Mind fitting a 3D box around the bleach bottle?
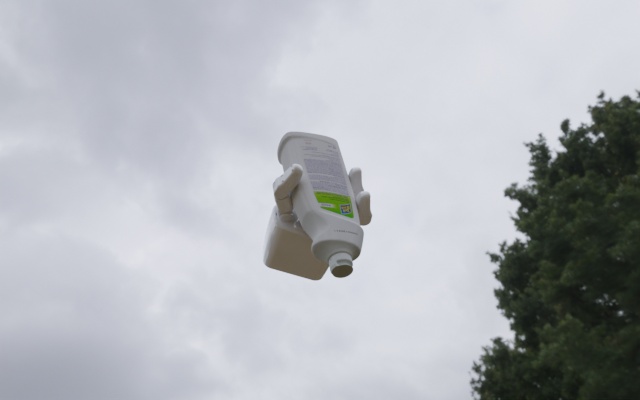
[{"bbox_3d":[0.000,0.002,0.693,0.102,0.068,0.250,5,43,-18],"label":"bleach bottle"}]
